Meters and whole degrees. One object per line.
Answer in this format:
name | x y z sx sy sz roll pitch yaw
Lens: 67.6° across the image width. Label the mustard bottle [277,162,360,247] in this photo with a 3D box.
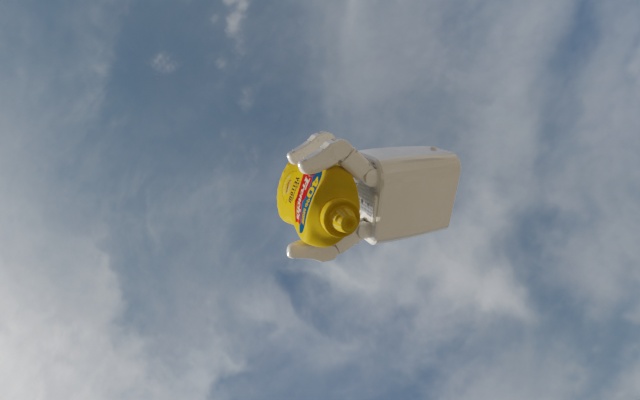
mustard bottle | 0.000 0.002 0.558 0.058 0.096 0.191 17 8 -22
